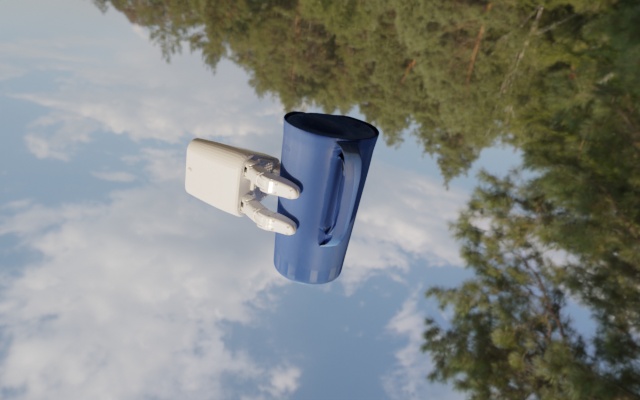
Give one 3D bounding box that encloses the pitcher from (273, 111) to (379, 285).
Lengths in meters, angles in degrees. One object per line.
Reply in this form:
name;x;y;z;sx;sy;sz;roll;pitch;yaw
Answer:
pitcher;0.000;0.002;0.691;0.145;0.243;0.149;19;25;21
